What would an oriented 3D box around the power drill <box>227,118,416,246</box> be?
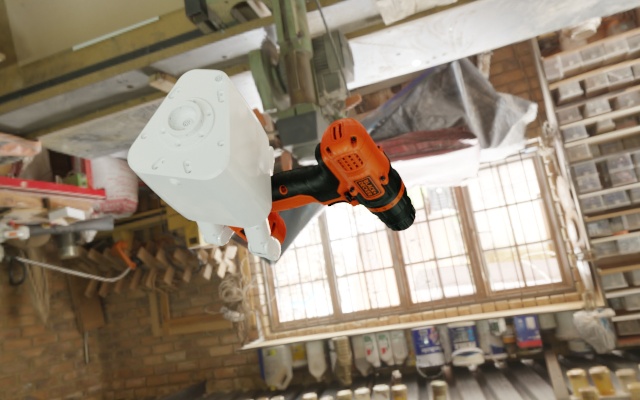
[{"bbox_3d":[0.000,0.002,0.537,0.188,0.057,0.184,-21,-41,19],"label":"power drill"}]
